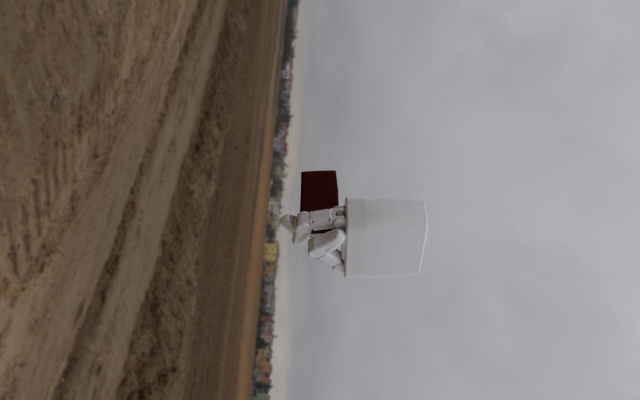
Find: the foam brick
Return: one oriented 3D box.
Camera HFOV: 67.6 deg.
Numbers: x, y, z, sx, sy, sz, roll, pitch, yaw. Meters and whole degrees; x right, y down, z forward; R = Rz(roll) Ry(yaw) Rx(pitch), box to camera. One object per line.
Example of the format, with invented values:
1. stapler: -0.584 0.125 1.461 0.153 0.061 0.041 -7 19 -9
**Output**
1. foam brick: 0.000 0.002 0.684 0.051 0.078 0.053 -5 -38 5
